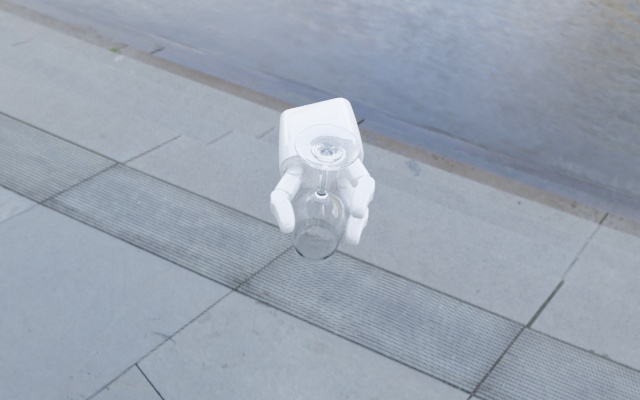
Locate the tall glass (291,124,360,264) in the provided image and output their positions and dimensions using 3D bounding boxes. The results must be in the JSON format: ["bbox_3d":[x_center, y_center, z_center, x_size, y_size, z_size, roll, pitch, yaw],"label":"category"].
[{"bbox_3d":[0.000,0.002,0.611,0.079,0.079,0.201,0,-40,-6],"label":"tall glass"}]
